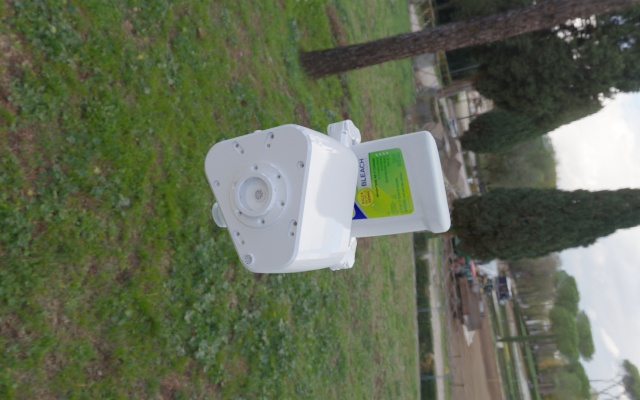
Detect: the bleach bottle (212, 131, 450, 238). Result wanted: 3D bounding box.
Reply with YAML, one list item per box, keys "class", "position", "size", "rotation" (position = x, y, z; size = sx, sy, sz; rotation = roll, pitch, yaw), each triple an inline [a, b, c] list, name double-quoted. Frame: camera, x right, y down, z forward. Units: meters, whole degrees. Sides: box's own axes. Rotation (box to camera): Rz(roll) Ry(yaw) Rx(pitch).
- class: "bleach bottle"
  position: [0.000, 0.002, 0.504]
  size: [0.251, 0.102, 0.068]
  rotation: [-11, -9, 20]
